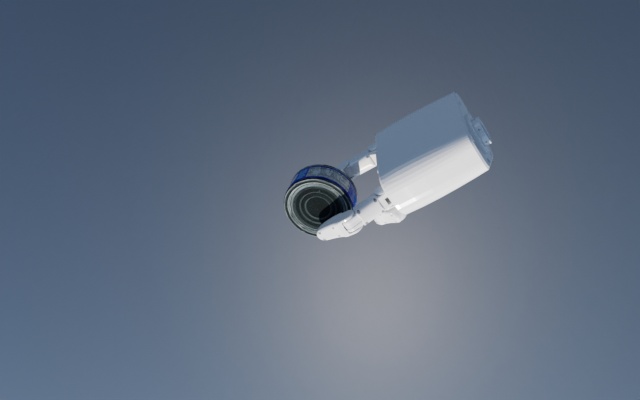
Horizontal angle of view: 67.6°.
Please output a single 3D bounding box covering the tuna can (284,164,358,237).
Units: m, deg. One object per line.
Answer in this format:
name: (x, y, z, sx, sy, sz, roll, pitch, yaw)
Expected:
tuna can: (0.000, 0.002, 0.573, 0.086, 0.086, 0.033, 0, 33, 15)
